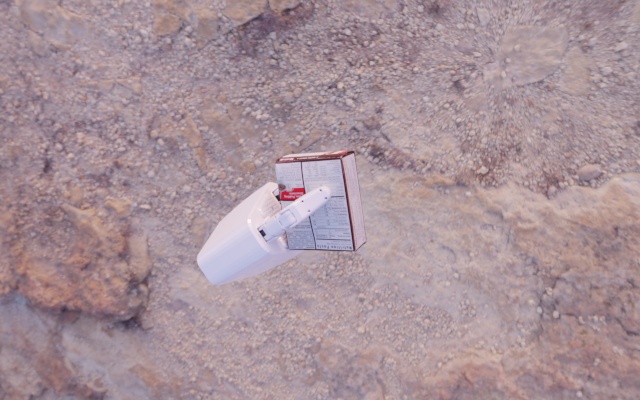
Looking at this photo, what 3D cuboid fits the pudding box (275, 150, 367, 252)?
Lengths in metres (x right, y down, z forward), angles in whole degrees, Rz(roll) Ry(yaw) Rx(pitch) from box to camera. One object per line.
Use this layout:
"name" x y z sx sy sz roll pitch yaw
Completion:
"pudding box" 0.000 0.002 0.550 0.090 0.113 0.039 -1 17 27
